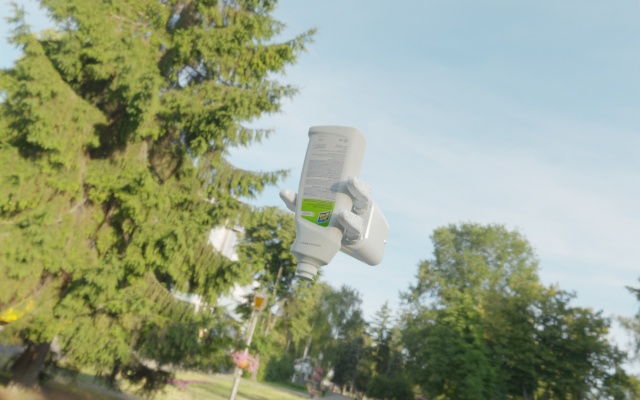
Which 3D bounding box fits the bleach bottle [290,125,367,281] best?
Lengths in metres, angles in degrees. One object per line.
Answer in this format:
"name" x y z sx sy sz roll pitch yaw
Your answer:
"bleach bottle" 0.000 0.002 0.760 0.102 0.250 0.068 5 -23 28
